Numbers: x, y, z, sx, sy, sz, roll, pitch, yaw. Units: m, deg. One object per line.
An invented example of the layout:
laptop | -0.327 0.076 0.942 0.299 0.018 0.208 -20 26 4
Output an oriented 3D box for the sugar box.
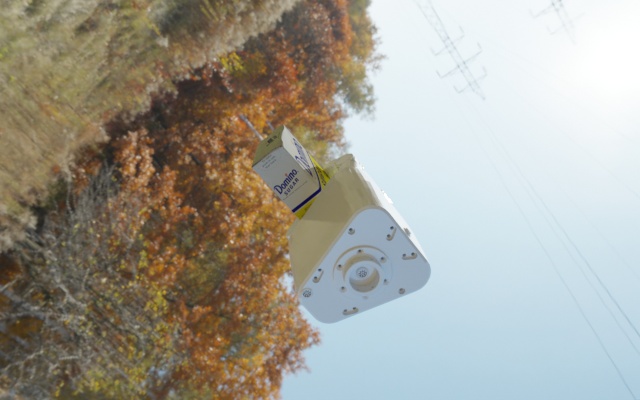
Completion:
sugar box | 0.001 0.002 0.529 0.048 0.176 0.093 -36 19 10
